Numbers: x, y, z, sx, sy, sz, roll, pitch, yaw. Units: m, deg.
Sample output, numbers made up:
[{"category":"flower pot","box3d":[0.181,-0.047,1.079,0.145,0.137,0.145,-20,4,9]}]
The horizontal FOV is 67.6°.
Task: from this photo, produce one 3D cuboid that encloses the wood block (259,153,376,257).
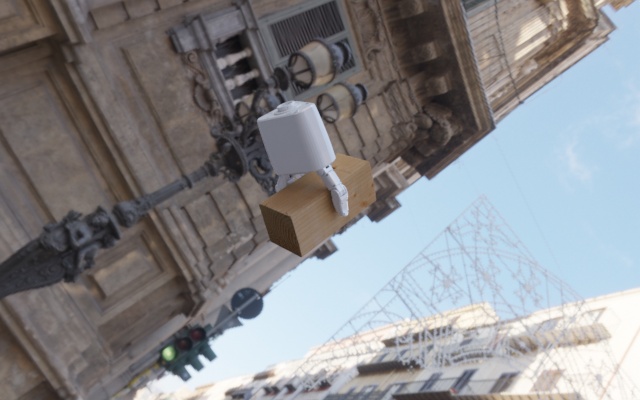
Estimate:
[{"category":"wood block","box3d":[0.000,0.003,0.891,0.206,0.090,0.091,-35,38,-32]}]
